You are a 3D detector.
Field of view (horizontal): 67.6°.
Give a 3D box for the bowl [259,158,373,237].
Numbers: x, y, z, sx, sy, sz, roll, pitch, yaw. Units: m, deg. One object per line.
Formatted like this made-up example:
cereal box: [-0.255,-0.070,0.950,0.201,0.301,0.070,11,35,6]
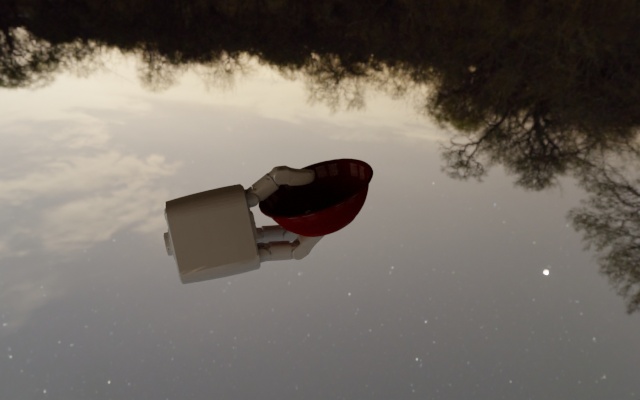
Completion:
bowl: [0.002,0.002,0.655,0.162,0.055,0.162,-16,25,8]
